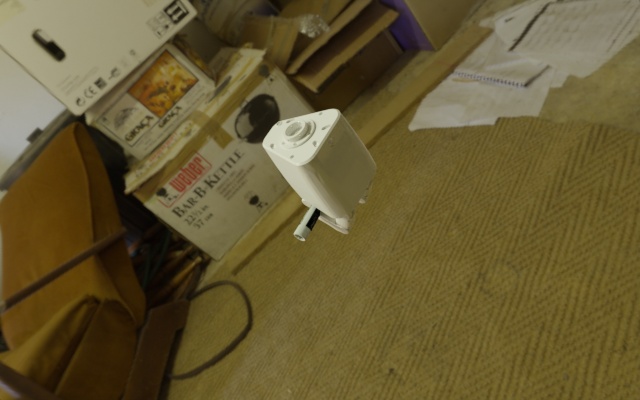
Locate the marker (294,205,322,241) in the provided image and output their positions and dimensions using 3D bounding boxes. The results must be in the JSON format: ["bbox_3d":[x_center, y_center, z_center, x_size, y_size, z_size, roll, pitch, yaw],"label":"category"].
[{"bbox_3d":[0.000,0.002,0.668,0.020,0.121,0.020,26,-23,12],"label":"marker"}]
